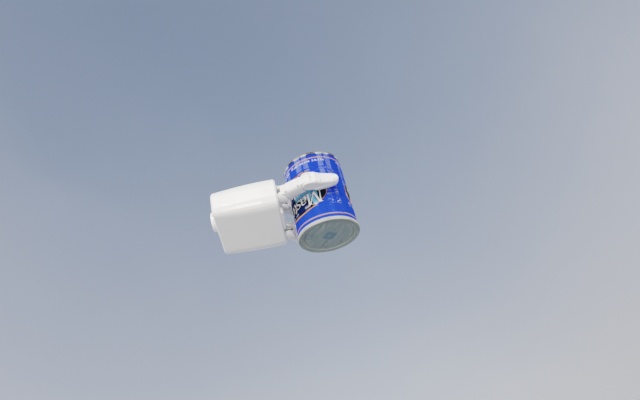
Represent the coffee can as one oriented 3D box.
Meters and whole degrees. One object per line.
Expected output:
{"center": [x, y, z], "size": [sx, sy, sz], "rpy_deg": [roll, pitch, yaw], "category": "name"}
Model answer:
{"center": [0.000, 0.003, 0.813], "size": [0.103, 0.140, 0.103], "rpy_deg": [-10, -34, -7], "category": "coffee can"}
